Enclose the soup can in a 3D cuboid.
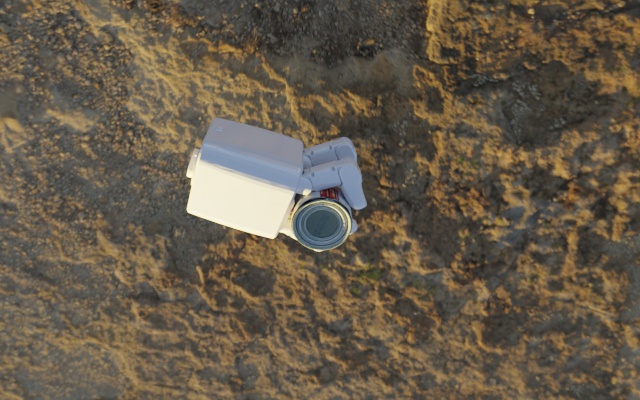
[{"bbox_3d":[0.001,0.002,0.553,0.068,0.068,0.102,0,30,-2],"label":"soup can"}]
